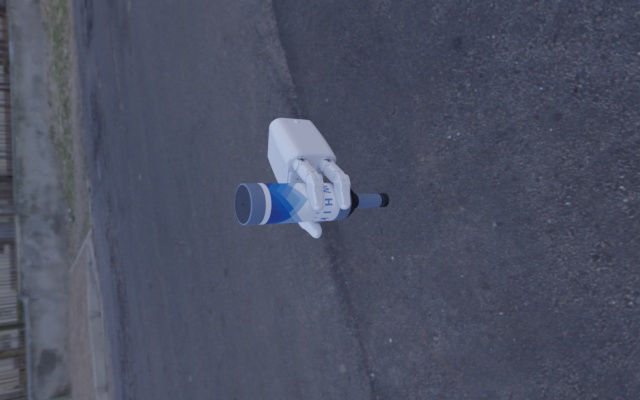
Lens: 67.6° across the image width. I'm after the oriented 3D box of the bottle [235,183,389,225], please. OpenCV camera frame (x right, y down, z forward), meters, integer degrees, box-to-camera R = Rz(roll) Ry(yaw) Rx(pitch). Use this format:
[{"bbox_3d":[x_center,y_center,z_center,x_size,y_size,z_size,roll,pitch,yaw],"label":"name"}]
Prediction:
[{"bbox_3d":[0.000,0.003,0.833,0.296,0.069,0.069,-2,1,-33],"label":"bottle"}]
